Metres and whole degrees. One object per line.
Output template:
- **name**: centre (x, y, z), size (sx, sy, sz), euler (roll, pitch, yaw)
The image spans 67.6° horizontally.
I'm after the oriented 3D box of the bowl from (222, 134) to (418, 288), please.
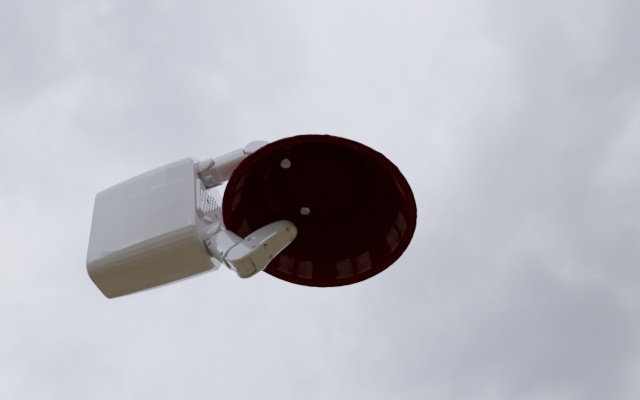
- **bowl**: centre (0.001, 0.001, 0.416), size (0.162, 0.162, 0.055), euler (0, 37, 4)
